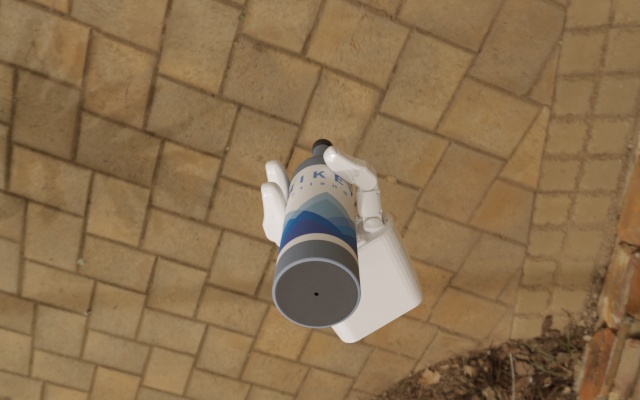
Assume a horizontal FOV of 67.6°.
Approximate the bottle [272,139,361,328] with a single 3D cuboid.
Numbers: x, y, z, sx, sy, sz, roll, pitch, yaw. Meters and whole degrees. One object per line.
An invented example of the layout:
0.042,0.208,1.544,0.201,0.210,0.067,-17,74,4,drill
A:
0.000,0.002,0.484,0.069,0.069,0.295,0,28,1,bottle
